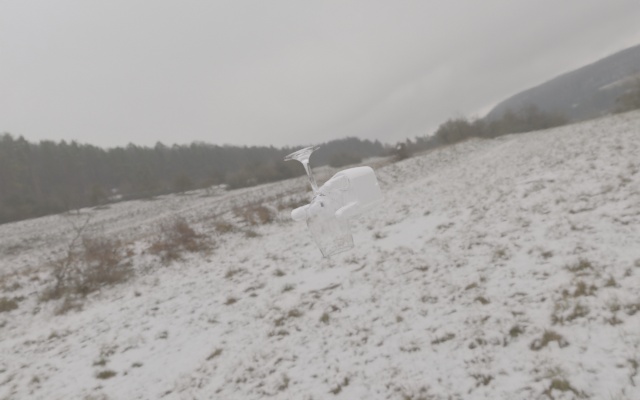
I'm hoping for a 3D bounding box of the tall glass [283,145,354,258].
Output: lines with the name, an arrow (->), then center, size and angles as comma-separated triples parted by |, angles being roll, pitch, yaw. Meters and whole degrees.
tall glass -> 0.000, 0.002, 0.894 | 0.079, 0.201, 0.079 | -20, 0, 0
